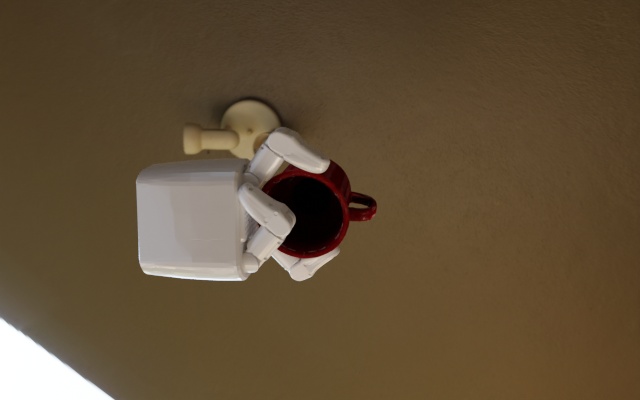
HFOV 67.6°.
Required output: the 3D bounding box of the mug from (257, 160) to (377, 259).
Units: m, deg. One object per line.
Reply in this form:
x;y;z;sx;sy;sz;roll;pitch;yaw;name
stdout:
0.002;0.002;0.496;0.117;0.093;0.081;3;21;9;mug
